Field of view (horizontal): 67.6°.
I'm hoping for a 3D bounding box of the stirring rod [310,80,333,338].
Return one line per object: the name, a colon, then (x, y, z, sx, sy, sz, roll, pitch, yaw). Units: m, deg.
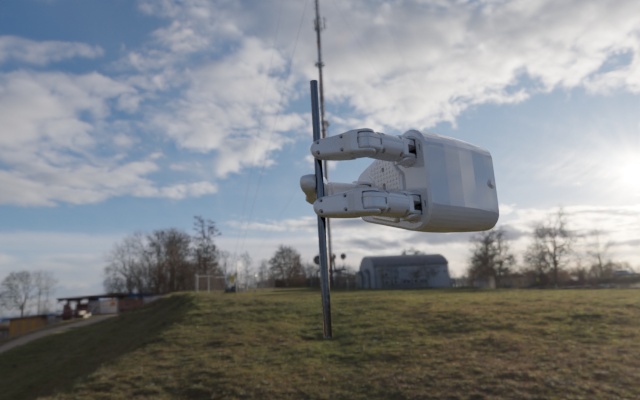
stirring rod: (0.000, 0.002, 0.439, 0.011, 0.239, 0.011, -3, -13, -1)
